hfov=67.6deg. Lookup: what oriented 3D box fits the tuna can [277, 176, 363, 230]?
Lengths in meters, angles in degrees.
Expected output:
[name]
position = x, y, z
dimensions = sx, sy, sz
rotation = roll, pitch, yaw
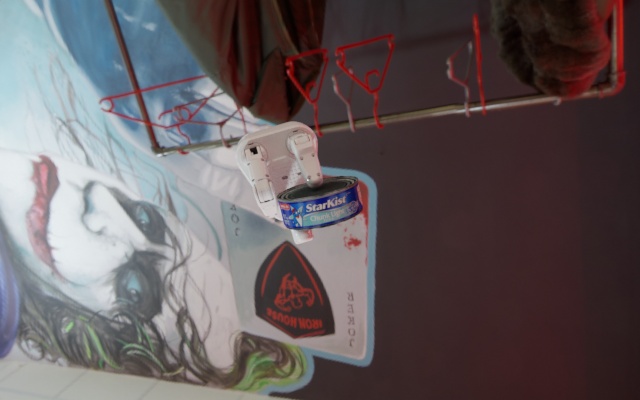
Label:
[tuna can]
position = 0.000, 0.002, 0.494
dimensions = 0.086, 0.034, 0.086
rotation = -12, 12, 3
